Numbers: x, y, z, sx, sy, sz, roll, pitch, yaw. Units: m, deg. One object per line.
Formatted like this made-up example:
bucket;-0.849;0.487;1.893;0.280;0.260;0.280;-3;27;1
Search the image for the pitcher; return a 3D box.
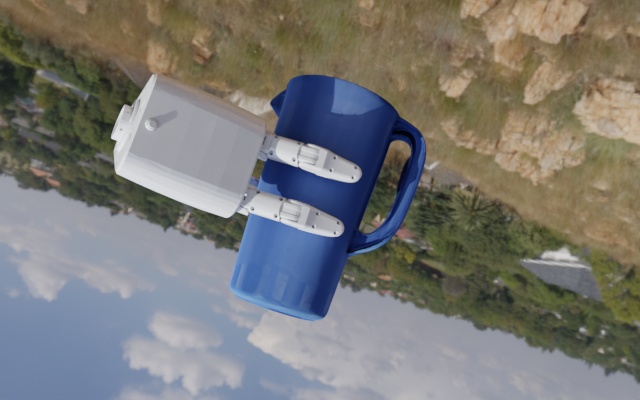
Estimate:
pitcher;0.000;0.002;0.516;0.145;0.243;0.149;23;-10;-30
